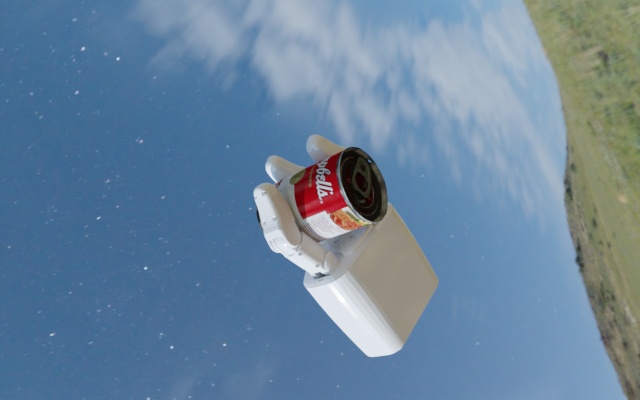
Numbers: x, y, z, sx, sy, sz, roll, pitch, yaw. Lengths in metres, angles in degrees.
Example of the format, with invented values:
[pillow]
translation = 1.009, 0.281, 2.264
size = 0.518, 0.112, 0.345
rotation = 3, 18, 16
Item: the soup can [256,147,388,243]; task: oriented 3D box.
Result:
[soup can]
translation = 0.000, 0.001, 0.431
size = 0.102, 0.068, 0.068
rotation = -22, -14, 37
